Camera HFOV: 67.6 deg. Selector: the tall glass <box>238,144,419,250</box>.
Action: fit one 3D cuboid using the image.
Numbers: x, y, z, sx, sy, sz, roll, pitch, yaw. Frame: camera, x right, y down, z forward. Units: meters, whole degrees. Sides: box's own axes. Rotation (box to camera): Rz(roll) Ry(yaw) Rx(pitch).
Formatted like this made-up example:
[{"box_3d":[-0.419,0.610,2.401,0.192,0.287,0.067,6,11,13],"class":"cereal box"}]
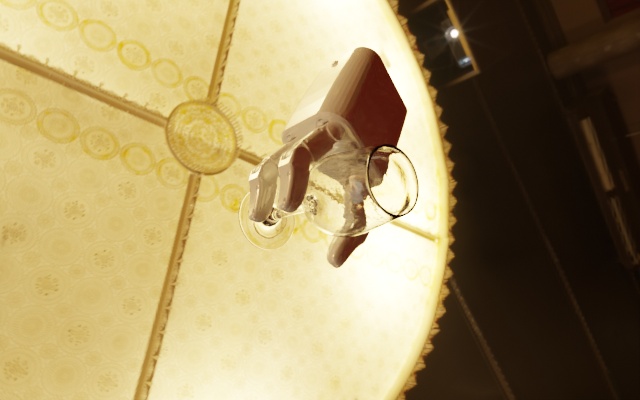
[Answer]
[{"box_3d":[0.000,0.002,0.469,0.079,0.079,0.201,0,-10,-38],"class":"tall glass"}]
